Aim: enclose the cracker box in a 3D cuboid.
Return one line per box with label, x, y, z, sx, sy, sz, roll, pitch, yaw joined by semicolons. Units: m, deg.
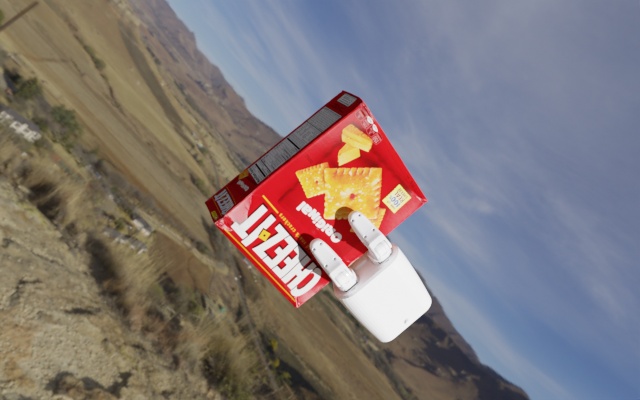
cracker box;0.000;0.002;0.573;0.213;0.164;0.072;-39;30;-3
